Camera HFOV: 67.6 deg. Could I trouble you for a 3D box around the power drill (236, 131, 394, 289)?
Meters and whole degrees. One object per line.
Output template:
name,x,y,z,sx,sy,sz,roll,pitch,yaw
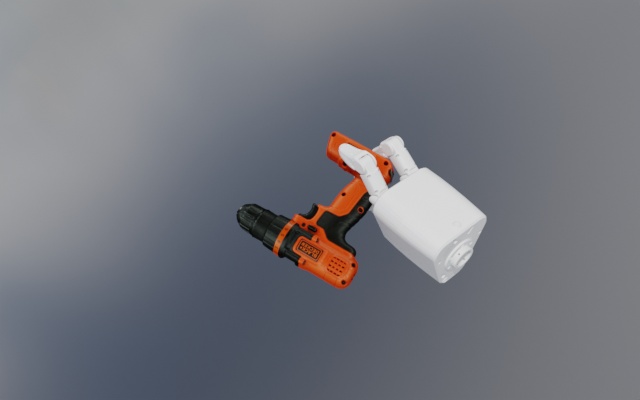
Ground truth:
power drill,0.001,0.002,0.658,0.184,0.187,0.057,30,-9,11
